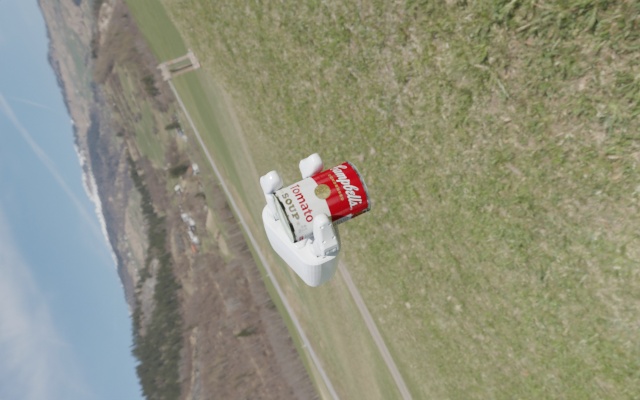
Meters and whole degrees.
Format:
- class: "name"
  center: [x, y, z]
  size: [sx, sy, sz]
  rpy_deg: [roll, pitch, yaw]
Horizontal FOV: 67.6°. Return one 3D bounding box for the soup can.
- class: "soup can"
  center: [0.000, 0.002, 0.577]
  size: [0.102, 0.068, 0.068]
  rpy_deg: [-23, 5, -12]
